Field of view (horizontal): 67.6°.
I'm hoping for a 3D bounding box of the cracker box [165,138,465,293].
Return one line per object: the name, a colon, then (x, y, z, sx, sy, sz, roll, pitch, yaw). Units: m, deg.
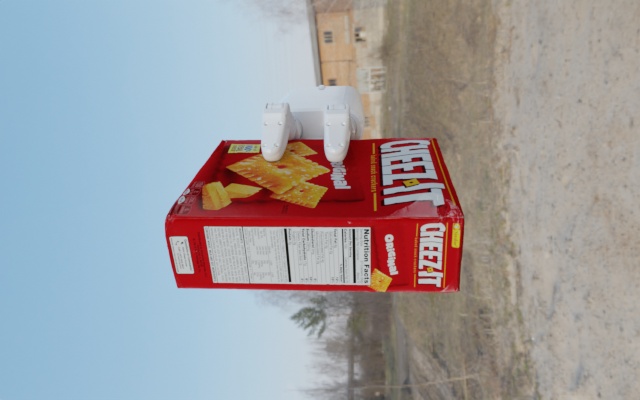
cracker box: (0.000, 0.001, 0.408, 0.214, 0.072, 0.164, -1, 27, 6)
